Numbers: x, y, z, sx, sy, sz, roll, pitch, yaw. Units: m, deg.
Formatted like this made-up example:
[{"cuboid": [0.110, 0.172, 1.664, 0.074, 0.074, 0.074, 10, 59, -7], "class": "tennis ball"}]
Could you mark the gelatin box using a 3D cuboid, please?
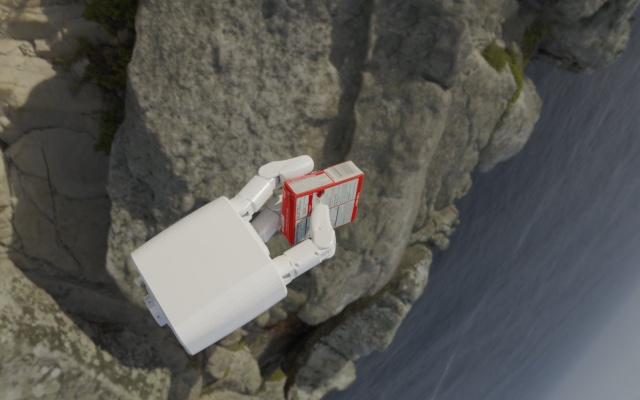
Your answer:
[{"cuboid": [0.001, 0.002, 0.527, 0.089, 0.073, 0.030, -19, 49, -25], "class": "gelatin box"}]
